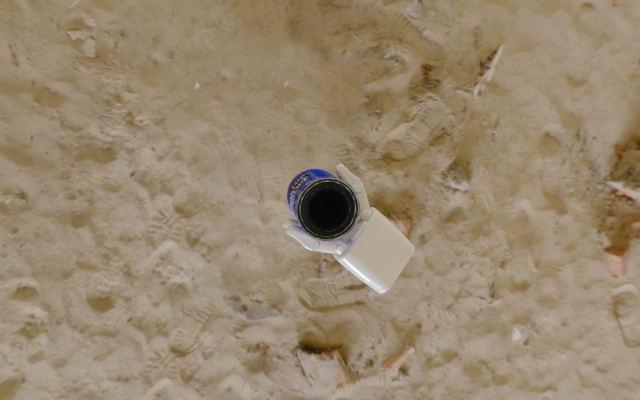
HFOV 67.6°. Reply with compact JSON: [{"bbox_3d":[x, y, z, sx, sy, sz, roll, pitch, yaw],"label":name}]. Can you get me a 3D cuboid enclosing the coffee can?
[{"bbox_3d":[0.000,0.002,0.813,0.103,0.103,0.140,0,9,-10],"label":"coffee can"}]
